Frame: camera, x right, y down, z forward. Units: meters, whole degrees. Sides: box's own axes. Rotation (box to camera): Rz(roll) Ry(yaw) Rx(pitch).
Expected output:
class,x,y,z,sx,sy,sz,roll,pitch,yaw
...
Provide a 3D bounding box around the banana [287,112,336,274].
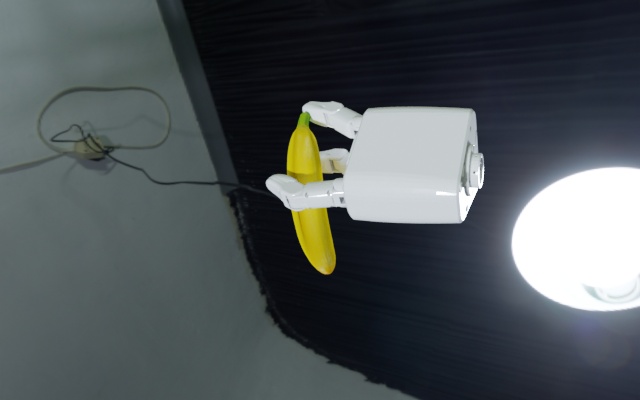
class,x,y,z,sx,sy,sz,roll,pitch,yaw
banana,-0.008,0.004,0.537,0.037,0.198,0.069,1,18,24
